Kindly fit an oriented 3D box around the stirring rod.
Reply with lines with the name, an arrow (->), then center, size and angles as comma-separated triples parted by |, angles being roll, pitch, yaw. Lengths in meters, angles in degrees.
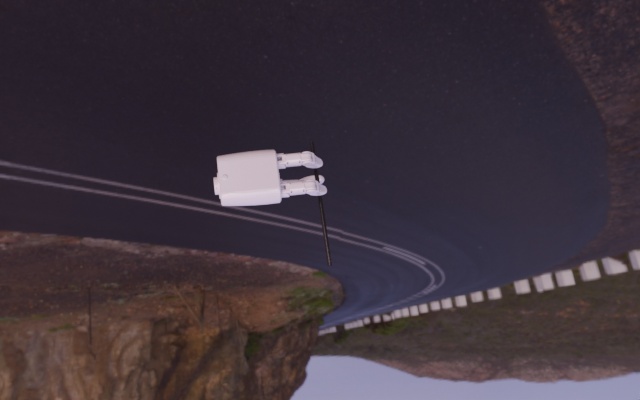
stirring rod -> 0.000, 0.003, 0.900 | 0.011, 0.239, 0.011 | -8, -14, -2
